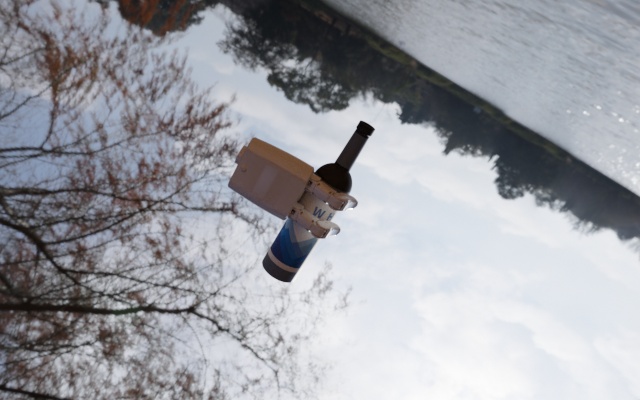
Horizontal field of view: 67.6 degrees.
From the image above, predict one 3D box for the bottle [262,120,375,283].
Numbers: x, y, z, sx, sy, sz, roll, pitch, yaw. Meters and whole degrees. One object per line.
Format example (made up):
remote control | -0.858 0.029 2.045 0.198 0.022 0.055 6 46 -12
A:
bottle | 0.000 0.003 0.778 0.069 0.296 0.069 27 20 -11
